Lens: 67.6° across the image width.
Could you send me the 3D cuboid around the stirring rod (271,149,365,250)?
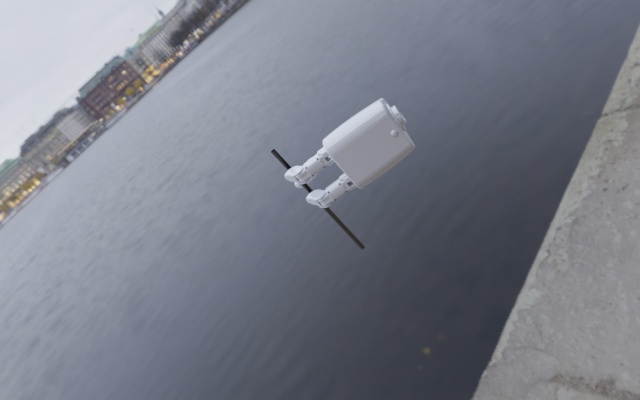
[{"bbox_3d":[0.000,0.003,0.801,0.240,0.011,0.011,47,-23,-23],"label":"stirring rod"}]
